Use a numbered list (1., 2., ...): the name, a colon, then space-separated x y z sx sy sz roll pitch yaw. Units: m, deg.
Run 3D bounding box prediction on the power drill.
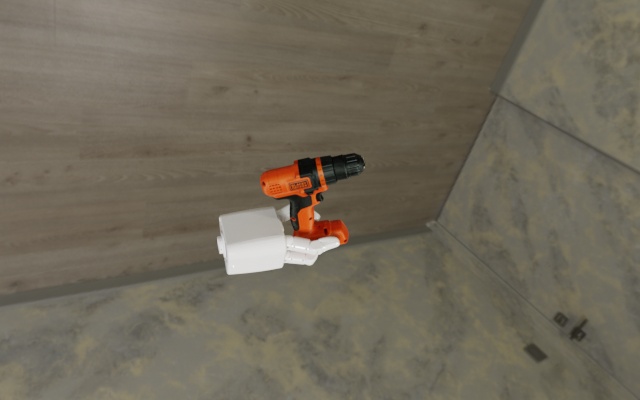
1. power drill: 0.000 0.003 0.872 0.184 0.188 0.057 -11 38 4
